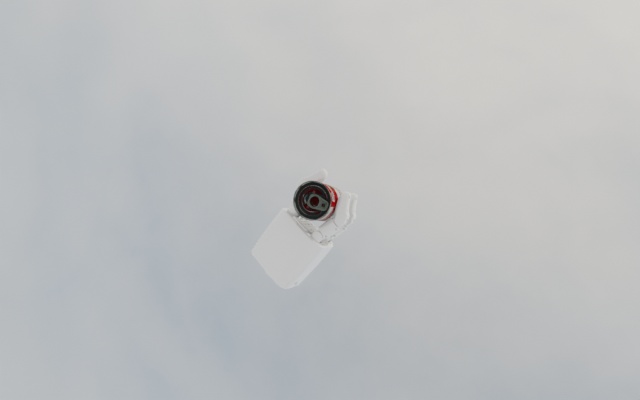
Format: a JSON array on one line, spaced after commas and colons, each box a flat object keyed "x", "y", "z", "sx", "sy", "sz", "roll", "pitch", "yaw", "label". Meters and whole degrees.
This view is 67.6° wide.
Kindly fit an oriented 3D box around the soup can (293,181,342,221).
[{"x": 0.000, "y": 0.002, "z": 0.851, "sx": 0.068, "sy": 0.068, "sz": 0.102, "roll": 0, "pitch": -3, "yaw": 17, "label": "soup can"}]
